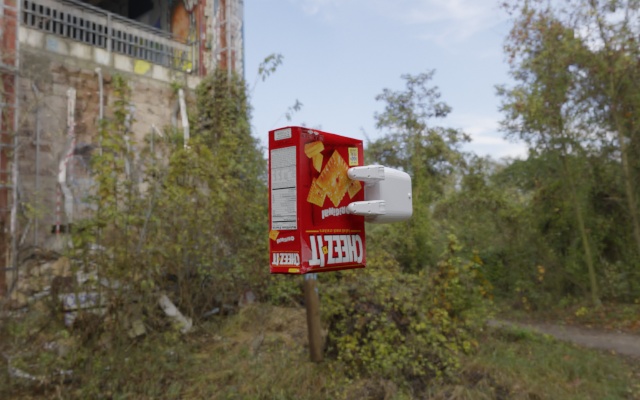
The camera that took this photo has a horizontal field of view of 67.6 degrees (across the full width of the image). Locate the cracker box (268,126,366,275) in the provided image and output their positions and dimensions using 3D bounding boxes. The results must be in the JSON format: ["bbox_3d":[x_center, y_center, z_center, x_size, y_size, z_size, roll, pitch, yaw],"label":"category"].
[{"bbox_3d":[0.000,0.002,0.741,0.072,0.213,0.164,-5,-6,39],"label":"cracker box"}]
